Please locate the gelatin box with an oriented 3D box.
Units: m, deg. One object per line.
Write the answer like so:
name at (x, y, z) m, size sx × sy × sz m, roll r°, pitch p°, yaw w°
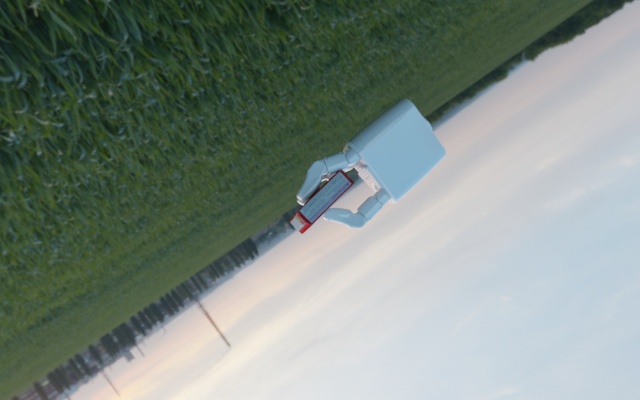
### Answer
gelatin box at (0.000, 0.003, 0.671) m, size 0.089 × 0.030 × 0.073 m, roll -45°, pitch 0°, yaw -18°
